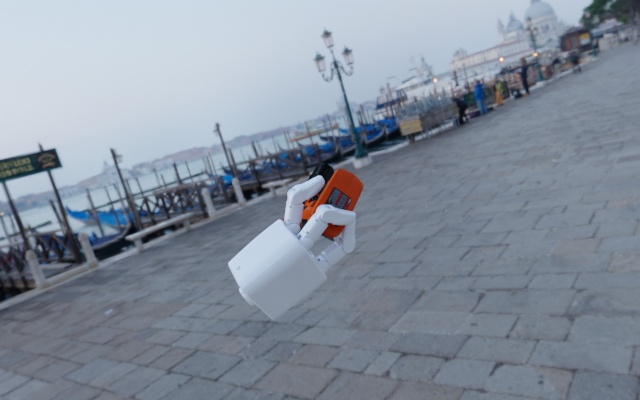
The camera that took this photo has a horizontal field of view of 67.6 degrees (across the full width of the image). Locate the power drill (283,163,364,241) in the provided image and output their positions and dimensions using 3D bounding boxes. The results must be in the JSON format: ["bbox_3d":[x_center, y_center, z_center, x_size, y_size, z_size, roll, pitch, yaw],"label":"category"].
[{"bbox_3d":[0.000,0.003,0.803,0.057,0.184,0.188,31,-18,-14],"label":"power drill"}]
